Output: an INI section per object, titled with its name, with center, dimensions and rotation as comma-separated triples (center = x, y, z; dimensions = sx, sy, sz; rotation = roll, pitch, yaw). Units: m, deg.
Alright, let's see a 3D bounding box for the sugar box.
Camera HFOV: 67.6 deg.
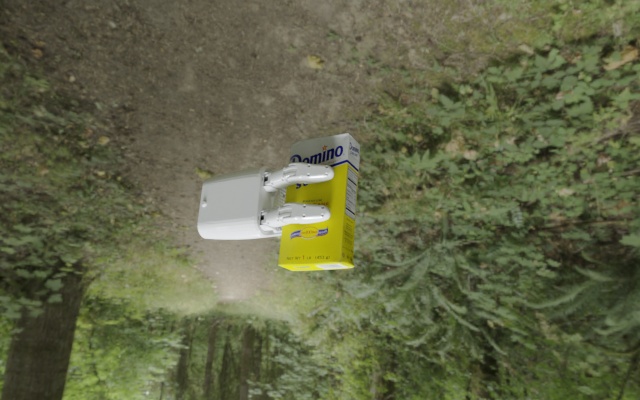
[sugar box]
center = 0.000, 0.002, 0.632
dimensions = 0.093, 0.176, 0.048
rotation = -6, -19, 27
